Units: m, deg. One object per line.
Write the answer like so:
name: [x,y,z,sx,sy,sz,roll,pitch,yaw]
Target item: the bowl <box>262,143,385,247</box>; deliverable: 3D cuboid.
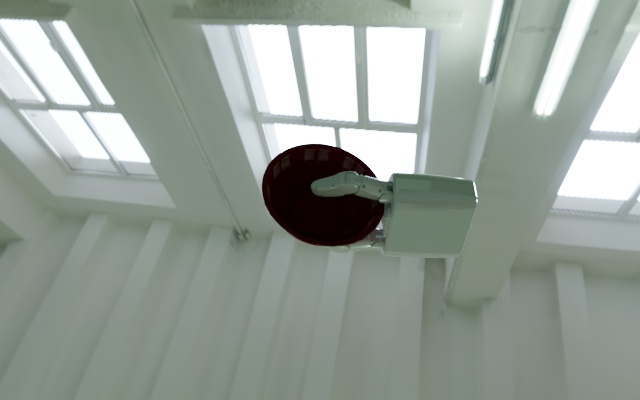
bowl: [-0.001,0.002,0.631,0.162,0.162,0.055,0,-34,-15]
